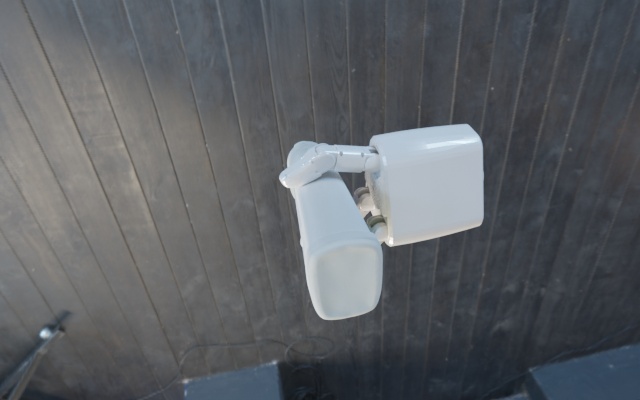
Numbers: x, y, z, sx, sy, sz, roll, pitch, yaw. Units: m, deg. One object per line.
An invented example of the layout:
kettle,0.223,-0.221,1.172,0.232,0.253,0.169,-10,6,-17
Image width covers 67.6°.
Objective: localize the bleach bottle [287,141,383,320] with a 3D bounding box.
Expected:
bleach bottle,0.000,0.002,0.518,0.068,0.103,0.250,-10,38,-6
